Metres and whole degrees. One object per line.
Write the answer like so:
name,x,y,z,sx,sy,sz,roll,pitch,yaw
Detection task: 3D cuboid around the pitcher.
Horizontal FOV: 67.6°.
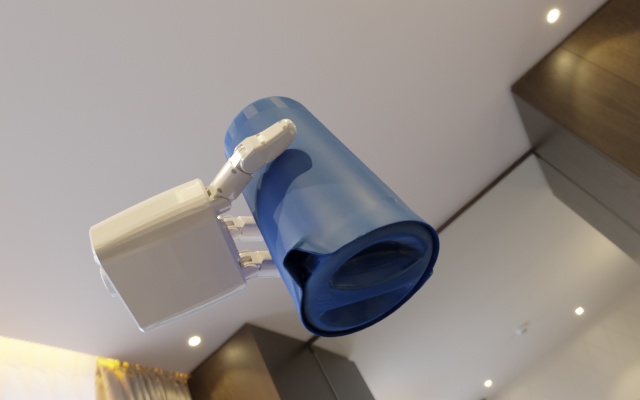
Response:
pitcher,0.000,0.002,0.474,0.145,0.149,0.242,-25,48,-12
